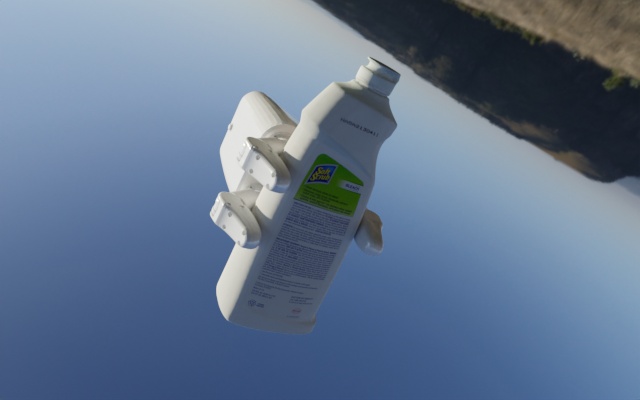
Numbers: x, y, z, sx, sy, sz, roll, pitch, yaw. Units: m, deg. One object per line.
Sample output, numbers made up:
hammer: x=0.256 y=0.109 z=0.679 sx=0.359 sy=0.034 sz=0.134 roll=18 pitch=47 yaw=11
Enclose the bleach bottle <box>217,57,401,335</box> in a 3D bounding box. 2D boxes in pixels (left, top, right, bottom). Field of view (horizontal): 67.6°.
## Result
bleach bottle: x=0.000 y=0.001 z=0.415 sx=0.102 sy=0.251 sz=0.068 roll=16 pitch=24 yaw=-30
